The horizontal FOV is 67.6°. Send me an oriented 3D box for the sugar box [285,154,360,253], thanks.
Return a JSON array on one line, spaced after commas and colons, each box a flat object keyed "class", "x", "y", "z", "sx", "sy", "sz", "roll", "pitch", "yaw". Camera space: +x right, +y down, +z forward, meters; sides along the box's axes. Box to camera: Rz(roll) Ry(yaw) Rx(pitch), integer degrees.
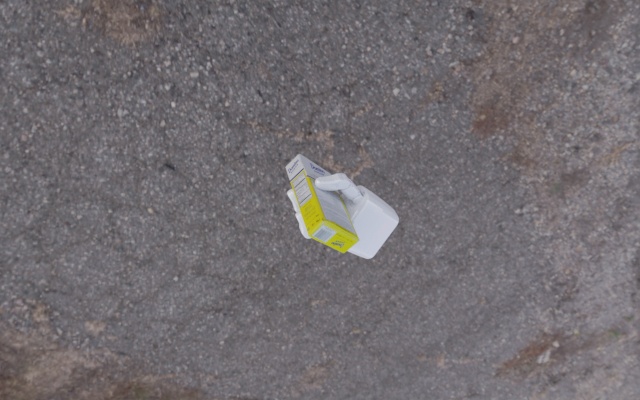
[{"class": "sugar box", "x": 0.000, "y": 0.003, "z": 0.842, "sx": 0.093, "sy": 0.048, "sz": 0.176, "roll": 31, "pitch": 24, "yaw": -39}]
